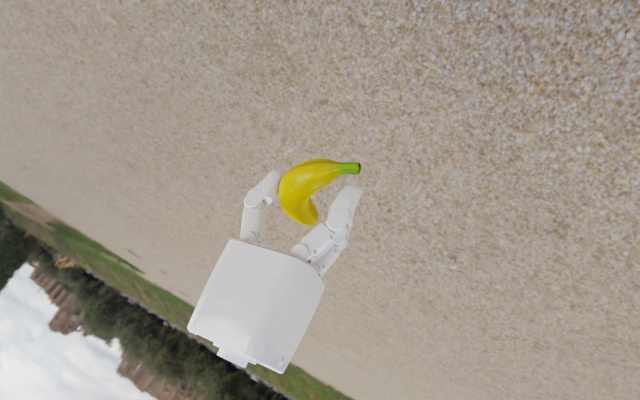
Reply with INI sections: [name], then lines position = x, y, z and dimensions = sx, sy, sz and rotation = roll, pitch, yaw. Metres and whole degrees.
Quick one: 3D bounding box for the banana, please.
[banana]
position = -0.016, -0.006, 0.558
dimensions = 0.069, 0.037, 0.198
rotation = 22, -21, -7
